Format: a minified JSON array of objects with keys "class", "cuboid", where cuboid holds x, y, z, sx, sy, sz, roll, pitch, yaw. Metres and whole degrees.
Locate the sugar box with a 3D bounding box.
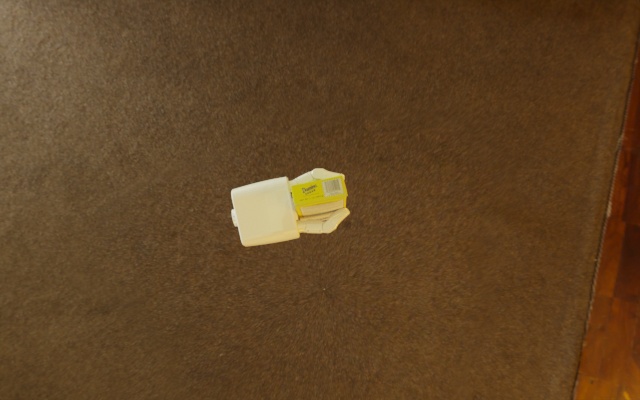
[{"class":"sugar box","cuboid":[0.000,0.002,0.895,0.093,0.048,0.176,-11,-10,-1]}]
